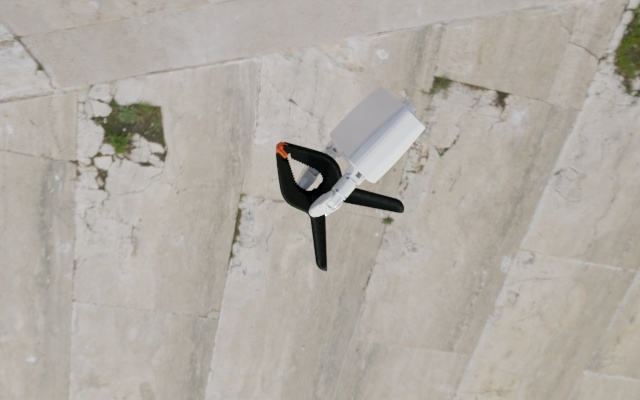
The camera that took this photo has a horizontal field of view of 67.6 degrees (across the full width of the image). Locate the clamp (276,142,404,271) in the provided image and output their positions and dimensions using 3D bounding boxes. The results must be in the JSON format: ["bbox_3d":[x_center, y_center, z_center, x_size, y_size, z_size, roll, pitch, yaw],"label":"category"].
[{"bbox_3d":[0.000,0.002,0.712,0.210,0.164,0.036,41,12,-18],"label":"clamp"}]
